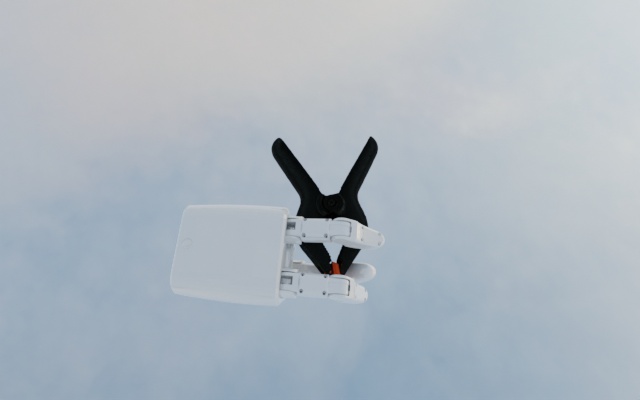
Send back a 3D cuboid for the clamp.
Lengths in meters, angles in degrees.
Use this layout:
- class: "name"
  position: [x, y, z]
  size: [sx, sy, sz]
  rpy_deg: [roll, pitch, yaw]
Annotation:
- class: "clamp"
  position: [0.000, 0.002, 0.521]
  size: [0.120, 0.171, 0.039]
  rpy_deg: [4, -22, 2]
